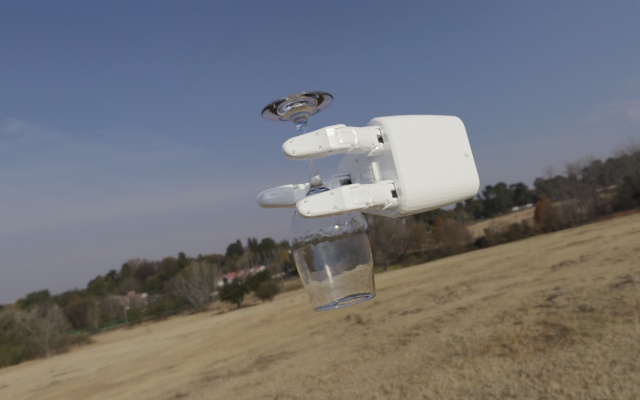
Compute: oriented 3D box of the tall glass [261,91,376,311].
[{"bbox_3d":[0.000,0.001,0.466,0.079,0.201,0.079,-13,-7,-2],"label":"tall glass"}]
